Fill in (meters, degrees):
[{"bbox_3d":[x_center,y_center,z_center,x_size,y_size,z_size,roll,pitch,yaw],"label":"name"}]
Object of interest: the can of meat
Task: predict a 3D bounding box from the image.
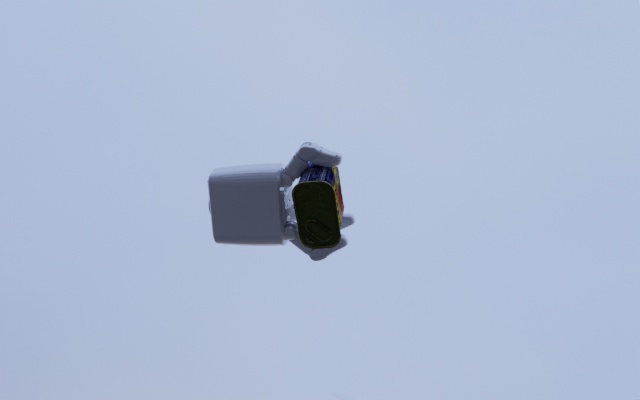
[{"bbox_3d":[0.000,0.002,0.666,0.057,0.102,0.084,-4,27,10],"label":"can of meat"}]
